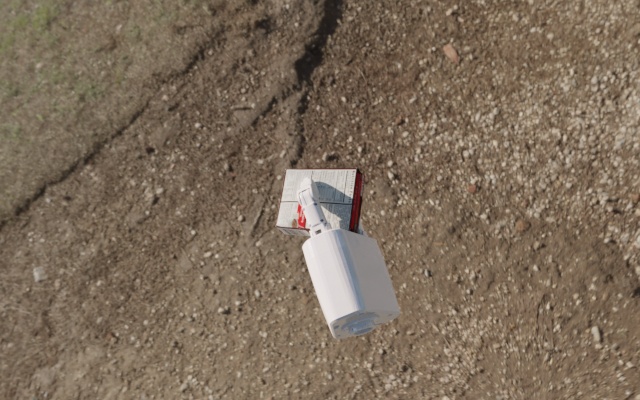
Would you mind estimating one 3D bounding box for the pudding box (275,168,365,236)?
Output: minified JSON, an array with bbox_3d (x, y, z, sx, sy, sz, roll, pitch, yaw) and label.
[{"bbox_3d":[0.000,0.002,0.653,0.113,0.090,0.039,2,-18,22],"label":"pudding box"}]
